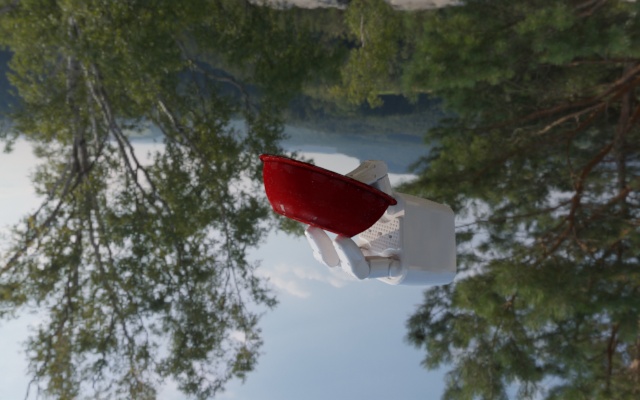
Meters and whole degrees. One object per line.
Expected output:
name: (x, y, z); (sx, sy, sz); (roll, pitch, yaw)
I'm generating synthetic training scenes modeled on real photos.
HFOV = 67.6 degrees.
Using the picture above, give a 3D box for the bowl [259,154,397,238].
bowl: (-0.001, 0.002, 0.531); (0.162, 0.055, 0.162); (19, -4, 1)
